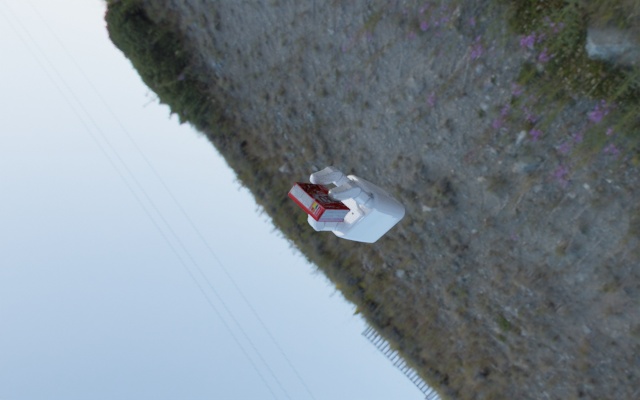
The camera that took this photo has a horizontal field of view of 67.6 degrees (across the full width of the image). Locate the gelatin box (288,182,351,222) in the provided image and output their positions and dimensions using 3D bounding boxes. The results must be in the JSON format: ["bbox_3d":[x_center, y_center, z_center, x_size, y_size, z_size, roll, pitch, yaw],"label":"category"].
[{"bbox_3d":[0.000,0.003,0.800,0.073,0.030,0.089,42,20,26],"label":"gelatin box"}]
